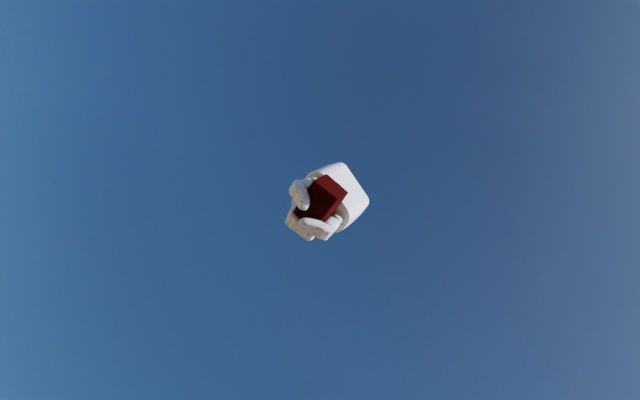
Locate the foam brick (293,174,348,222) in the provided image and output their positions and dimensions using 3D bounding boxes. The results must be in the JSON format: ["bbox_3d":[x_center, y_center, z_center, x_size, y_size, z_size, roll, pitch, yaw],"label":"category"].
[{"bbox_3d":[0.000,0.003,0.820,0.053,0.078,0.051,42,31,11],"label":"foam brick"}]
